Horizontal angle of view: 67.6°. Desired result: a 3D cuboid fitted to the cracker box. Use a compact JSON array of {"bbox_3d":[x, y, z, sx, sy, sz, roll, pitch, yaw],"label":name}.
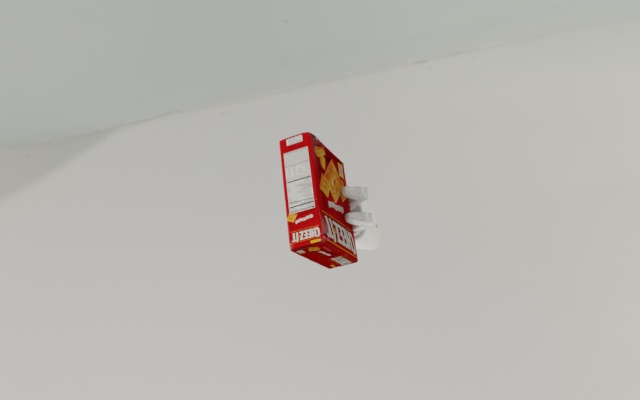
[{"bbox_3d":[0.000,0.003,0.884,0.072,0.213,0.164,-17,-25,20],"label":"cracker box"}]
